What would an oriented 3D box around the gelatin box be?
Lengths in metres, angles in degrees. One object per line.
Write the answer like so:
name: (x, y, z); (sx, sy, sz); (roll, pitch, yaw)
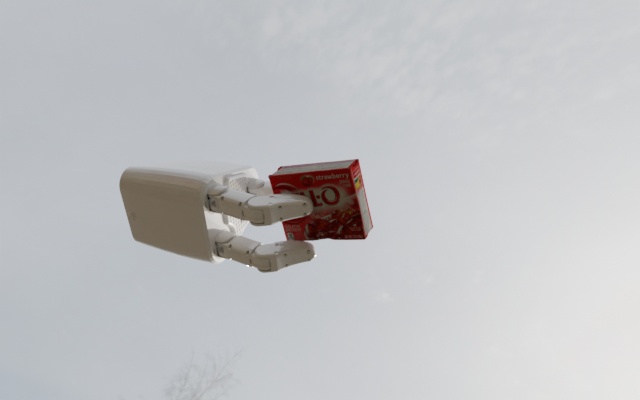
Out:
gelatin box: (0.001, 0.001, 0.464); (0.089, 0.073, 0.030); (-3, 23, 26)
